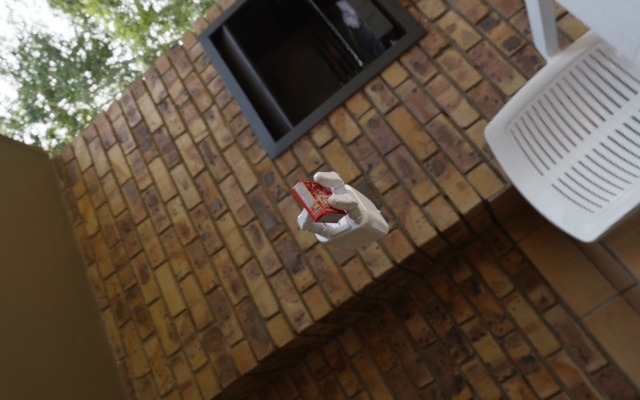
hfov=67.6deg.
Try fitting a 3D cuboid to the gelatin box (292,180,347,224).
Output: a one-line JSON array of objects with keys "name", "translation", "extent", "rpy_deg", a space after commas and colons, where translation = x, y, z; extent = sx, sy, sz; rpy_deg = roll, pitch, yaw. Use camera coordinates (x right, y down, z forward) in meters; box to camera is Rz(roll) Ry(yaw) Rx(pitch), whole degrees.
[{"name": "gelatin box", "translation": [0.000, 0.003, 0.821], "extent": [0.030, 0.073, 0.089], "rpy_deg": [-43, -21, 19]}]
